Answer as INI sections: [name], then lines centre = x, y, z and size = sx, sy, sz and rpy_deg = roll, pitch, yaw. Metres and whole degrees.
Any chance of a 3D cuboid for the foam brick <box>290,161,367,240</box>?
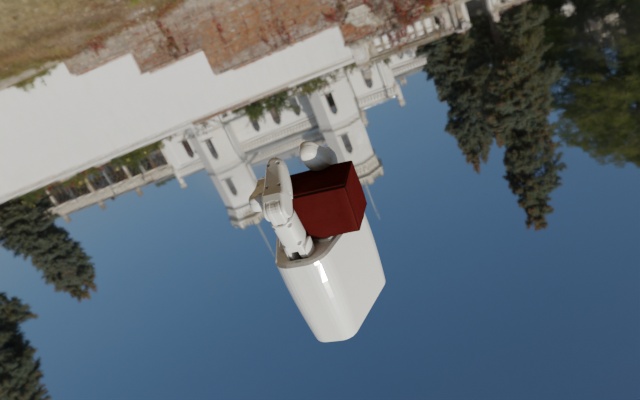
[foam brick]
centre = 0.000, 0.001, 0.466
size = 0.078, 0.051, 0.053
rpy_deg = -12, 27, 21
